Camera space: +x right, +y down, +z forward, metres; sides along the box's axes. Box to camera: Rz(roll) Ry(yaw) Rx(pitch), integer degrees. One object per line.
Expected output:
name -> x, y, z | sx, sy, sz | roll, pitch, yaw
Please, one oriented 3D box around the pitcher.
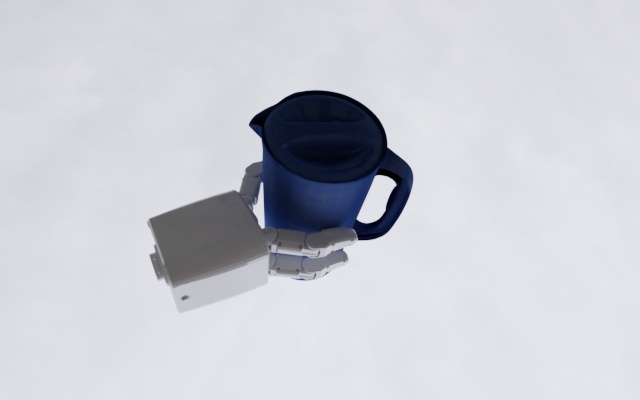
pitcher -> 0.000, 0.002, 0.581 | 0.145, 0.149, 0.243 | -19, -31, -21
